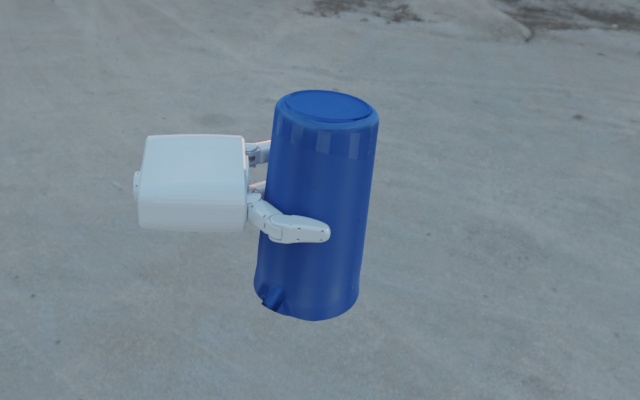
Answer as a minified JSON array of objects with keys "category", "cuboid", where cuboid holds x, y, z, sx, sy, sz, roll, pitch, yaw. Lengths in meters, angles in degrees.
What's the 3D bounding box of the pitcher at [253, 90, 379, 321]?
[{"category":"pitcher","cuboid":[0.000,0.002,0.551,0.145,0.243,0.149,0,31,-13]}]
